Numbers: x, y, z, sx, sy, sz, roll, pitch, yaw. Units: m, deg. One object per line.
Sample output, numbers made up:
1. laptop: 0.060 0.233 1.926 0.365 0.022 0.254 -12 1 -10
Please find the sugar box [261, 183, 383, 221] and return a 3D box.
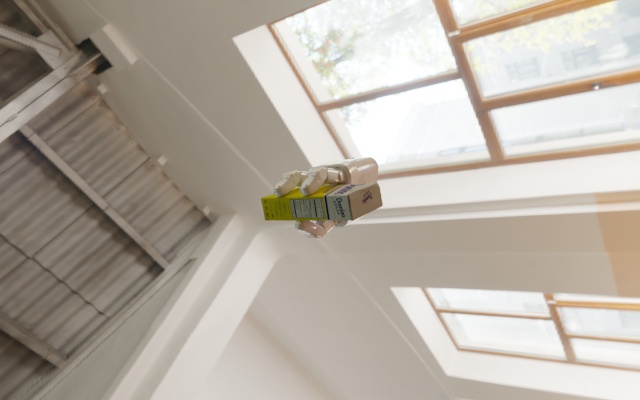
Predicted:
1. sugar box: 0.000 0.002 0.764 0.176 0.048 0.093 -5 10 37
